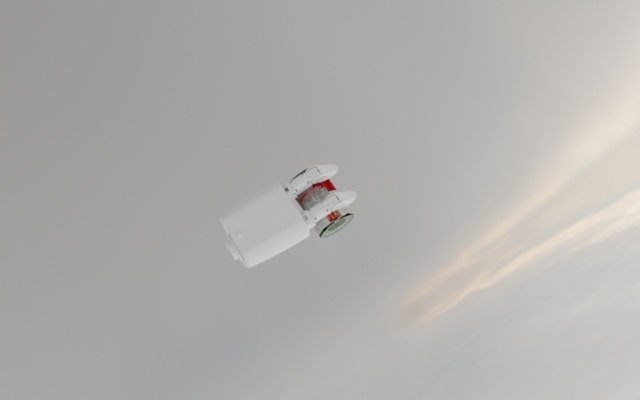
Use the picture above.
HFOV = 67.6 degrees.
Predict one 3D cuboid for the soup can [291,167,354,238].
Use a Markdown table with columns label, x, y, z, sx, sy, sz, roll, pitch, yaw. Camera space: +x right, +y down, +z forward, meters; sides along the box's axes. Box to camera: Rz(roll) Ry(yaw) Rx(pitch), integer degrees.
| label | x | y | z | sx | sy | sz | roll | pitch | yaw |
| --- | --- | --- | --- | --- | --- | --- | --- | --- | --- |
| soup can | 0.001 | 0.003 | 0.786 | 0.068 | 0.102 | 0.068 | -31 | -17 | -11 |
